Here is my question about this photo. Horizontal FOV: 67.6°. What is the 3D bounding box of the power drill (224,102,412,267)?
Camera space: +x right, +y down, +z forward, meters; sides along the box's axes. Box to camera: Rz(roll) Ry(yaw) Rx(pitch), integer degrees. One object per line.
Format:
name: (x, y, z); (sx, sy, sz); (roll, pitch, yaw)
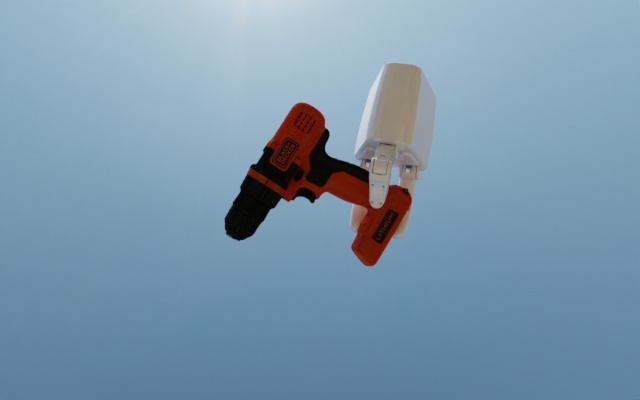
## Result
power drill: (0.001, 0.002, 0.578); (0.187, 0.184, 0.057); (32, -1, -8)
